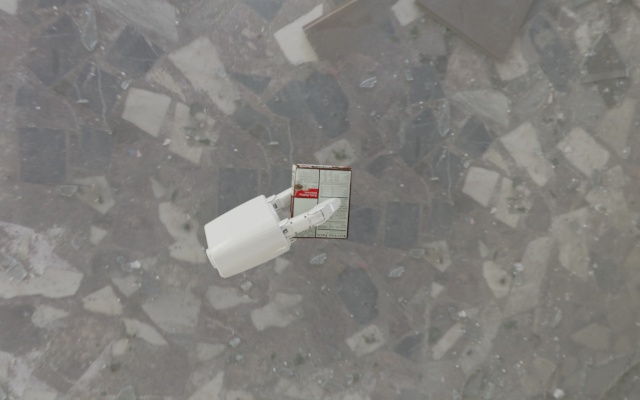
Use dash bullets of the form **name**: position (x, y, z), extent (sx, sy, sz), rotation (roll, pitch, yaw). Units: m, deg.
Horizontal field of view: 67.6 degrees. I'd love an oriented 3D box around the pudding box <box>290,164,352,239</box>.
- **pudding box**: position (0.000, 0.002, 0.736), extent (0.090, 0.113, 0.039), rotation (2, 10, -8)
